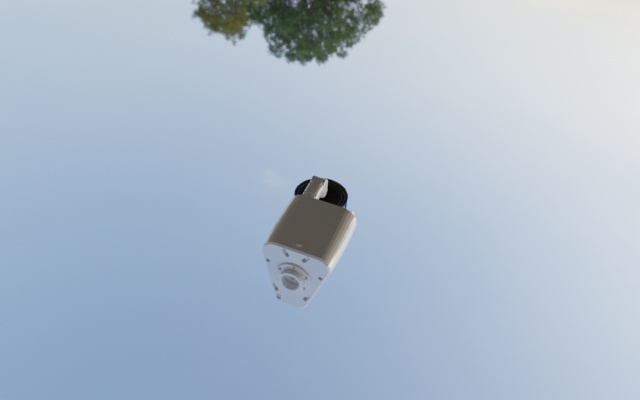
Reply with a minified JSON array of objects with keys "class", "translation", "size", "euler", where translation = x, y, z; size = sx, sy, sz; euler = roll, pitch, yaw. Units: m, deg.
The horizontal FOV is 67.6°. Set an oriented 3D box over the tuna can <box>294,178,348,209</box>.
[{"class":"tuna can","translation":[0.000,0.003,0.765],"size":[0.086,0.034,0.086],"euler":[3,40,-2]}]
